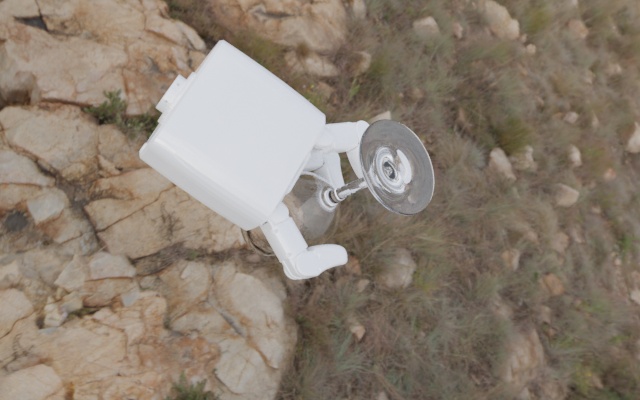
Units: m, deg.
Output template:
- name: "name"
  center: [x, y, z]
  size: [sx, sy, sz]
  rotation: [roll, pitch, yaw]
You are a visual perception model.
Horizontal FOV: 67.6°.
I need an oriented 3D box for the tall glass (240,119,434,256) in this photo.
- name: "tall glass"
  center: [0.001, 0.001, 0.425]
  size: [0.079, 0.079, 0.201]
  rotation: [0, -16, -36]
